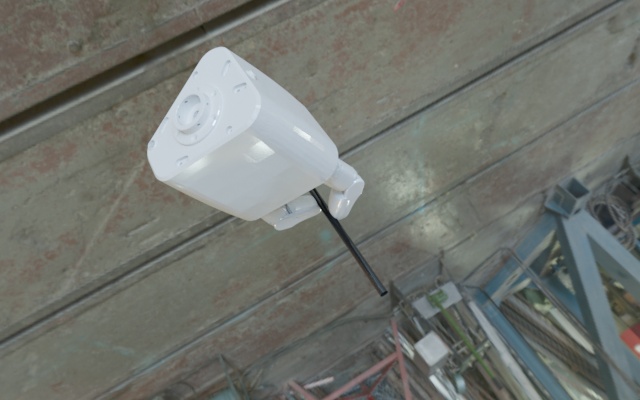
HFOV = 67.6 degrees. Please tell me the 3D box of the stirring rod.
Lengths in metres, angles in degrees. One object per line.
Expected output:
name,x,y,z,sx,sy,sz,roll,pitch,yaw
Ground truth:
stirring rod,0.000,0.002,0.495,0.011,0.011,0.239,0,43,-41
